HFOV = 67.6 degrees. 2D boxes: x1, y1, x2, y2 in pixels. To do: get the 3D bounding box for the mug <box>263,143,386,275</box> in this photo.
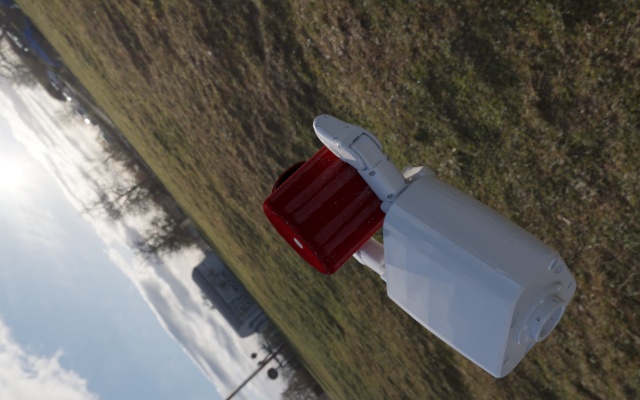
[{"bbox_3d":[-0.001,0.001,0.402,0.117,0.081,0.093,34,-18,42],"label":"mug"}]
